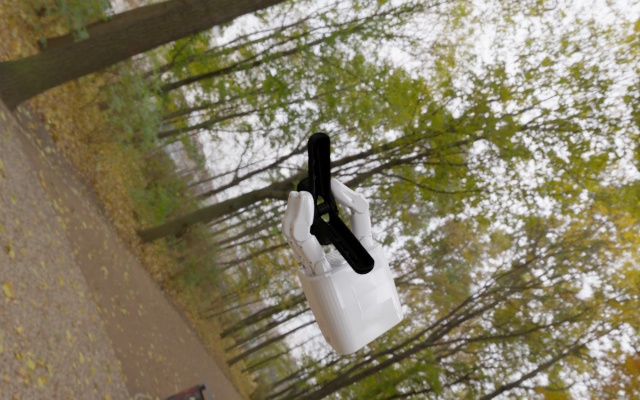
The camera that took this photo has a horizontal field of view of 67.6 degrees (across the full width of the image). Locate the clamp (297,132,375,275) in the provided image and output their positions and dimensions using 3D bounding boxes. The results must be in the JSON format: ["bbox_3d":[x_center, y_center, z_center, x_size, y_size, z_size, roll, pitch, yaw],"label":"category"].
[{"bbox_3d":[0.001,0.002,0.608,0.036,0.164,0.210,-19,6,-15],"label":"clamp"}]
